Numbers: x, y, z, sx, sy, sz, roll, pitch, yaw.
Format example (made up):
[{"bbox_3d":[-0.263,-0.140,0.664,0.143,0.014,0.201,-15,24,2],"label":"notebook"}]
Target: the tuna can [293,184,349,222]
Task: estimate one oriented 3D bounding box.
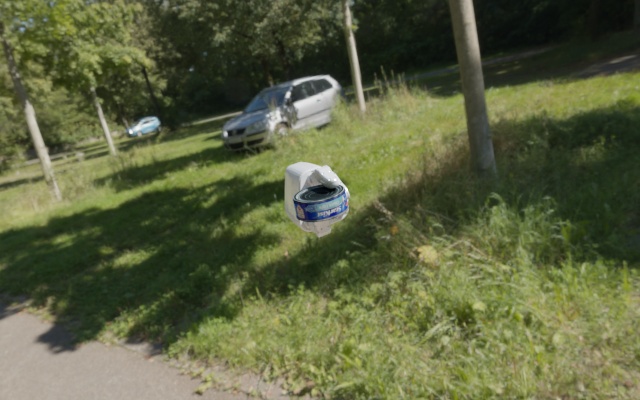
[{"bbox_3d":[0.000,0.002,0.758,0.086,0.034,0.086,-10,19,4],"label":"tuna can"}]
